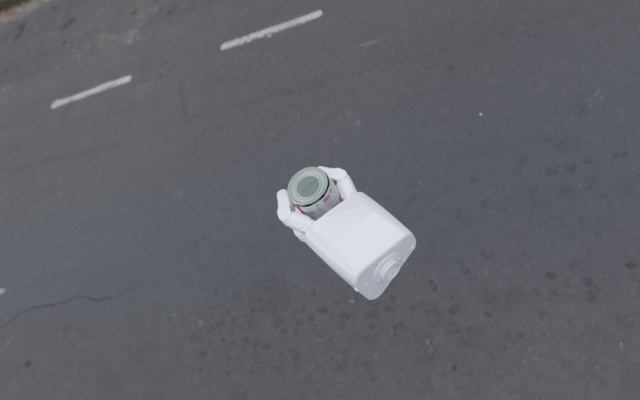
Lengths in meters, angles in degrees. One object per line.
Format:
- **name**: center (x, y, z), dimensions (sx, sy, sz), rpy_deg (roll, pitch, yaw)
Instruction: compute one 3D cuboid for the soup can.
- **soup can**: center (0.000, 0.002, 0.732), dimensions (0.068, 0.068, 0.102), rpy_deg (0, -28, 26)
